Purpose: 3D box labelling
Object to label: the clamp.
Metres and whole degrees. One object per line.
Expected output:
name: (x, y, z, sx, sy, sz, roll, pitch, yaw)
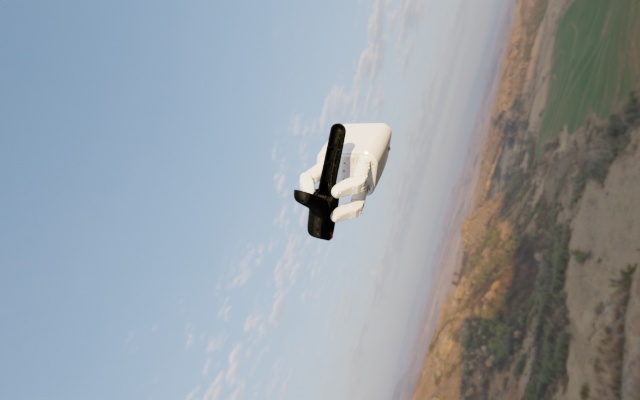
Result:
clamp: (-0.001, 0.003, 0.771, 0.036, 0.210, 0.164, 17, 45, 16)
